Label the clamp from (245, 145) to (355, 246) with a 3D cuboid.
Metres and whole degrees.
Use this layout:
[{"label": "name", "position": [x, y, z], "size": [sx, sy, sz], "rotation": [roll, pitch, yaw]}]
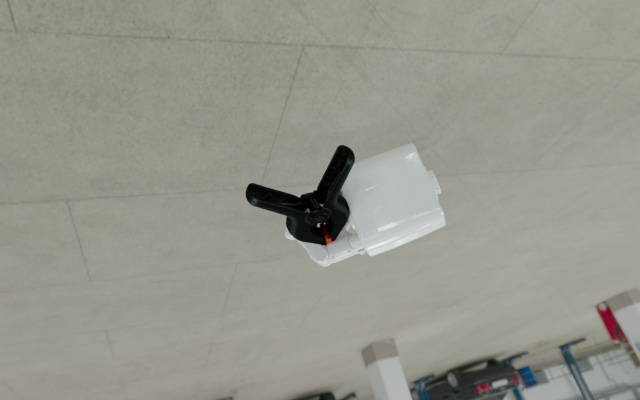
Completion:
[{"label": "clamp", "position": [0.000, 0.002, 0.553], "size": [0.120, 0.039, 0.171], "rotation": [-22, -29, 9]}]
